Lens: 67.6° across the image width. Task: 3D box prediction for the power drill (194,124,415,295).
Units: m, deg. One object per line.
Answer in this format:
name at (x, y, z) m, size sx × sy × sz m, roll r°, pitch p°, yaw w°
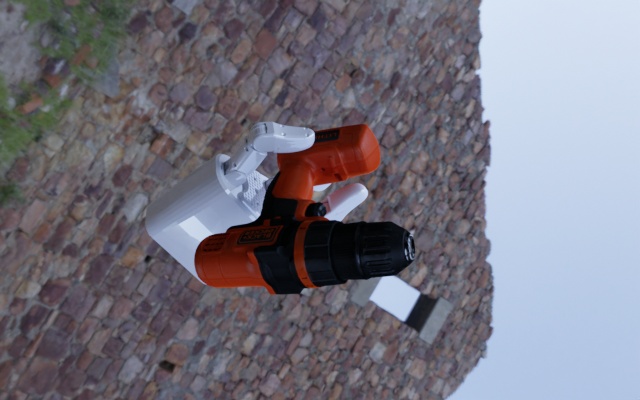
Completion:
power drill at (0.000, 0.001, 0.424) m, size 0.184 × 0.057 × 0.187 m, roll -6°, pitch 34°, yaw 23°
